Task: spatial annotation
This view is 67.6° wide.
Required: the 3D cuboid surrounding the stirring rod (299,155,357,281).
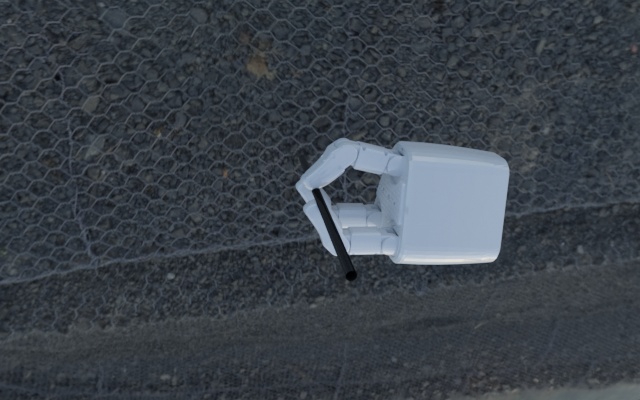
[{"bbox_3d":[0.000,0.001,0.425,0.011,0.011,0.239,0,24,-11],"label":"stirring rod"}]
